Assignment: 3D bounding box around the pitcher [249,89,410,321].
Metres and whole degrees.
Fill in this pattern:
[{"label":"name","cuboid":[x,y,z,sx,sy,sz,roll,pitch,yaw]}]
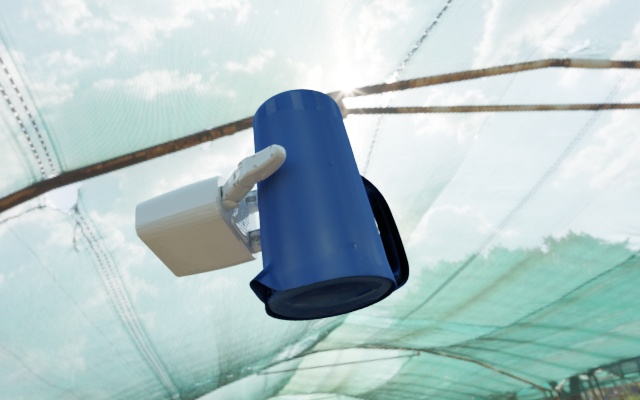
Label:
[{"label":"pitcher","cuboid":[0.000,0.002,0.532,0.145,0.242,0.149,-17,-28,11]}]
